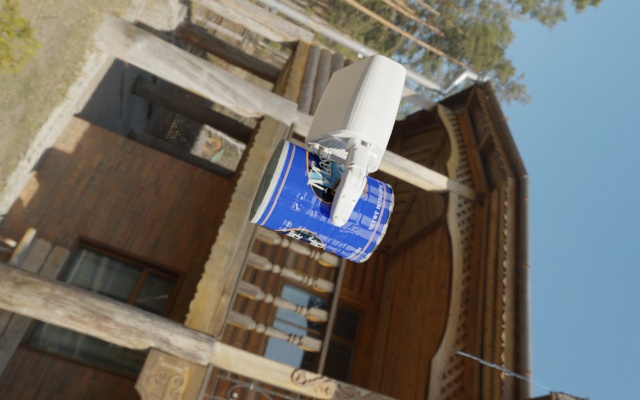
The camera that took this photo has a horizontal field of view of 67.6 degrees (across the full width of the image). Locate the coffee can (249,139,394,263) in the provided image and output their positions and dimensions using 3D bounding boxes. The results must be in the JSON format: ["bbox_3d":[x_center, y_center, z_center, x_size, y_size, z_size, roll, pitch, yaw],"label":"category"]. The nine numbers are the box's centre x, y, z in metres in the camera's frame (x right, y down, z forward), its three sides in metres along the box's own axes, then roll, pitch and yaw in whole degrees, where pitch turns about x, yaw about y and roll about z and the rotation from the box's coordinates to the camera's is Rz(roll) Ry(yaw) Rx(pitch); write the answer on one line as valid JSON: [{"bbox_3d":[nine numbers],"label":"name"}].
[{"bbox_3d":[0.000,0.002,0.563,0.140,0.103,0.103,22,-5,-13],"label":"coffee can"}]
